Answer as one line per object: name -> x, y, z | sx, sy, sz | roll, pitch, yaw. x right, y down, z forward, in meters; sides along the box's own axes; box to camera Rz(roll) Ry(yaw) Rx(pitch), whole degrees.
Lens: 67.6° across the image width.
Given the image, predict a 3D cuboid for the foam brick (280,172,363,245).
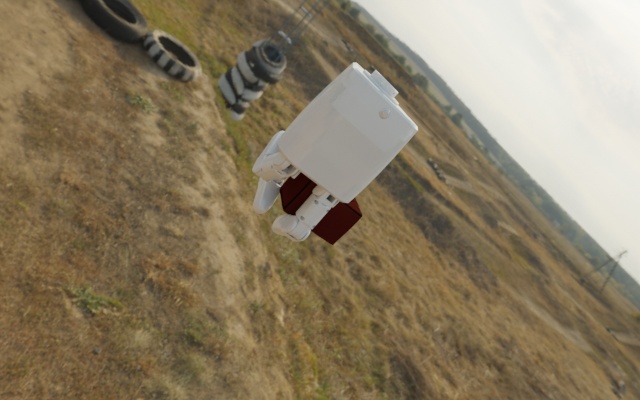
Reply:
foam brick -> 0.000, 0.002, 0.538 | 0.078, 0.051, 0.053 | 37, 18, -26
